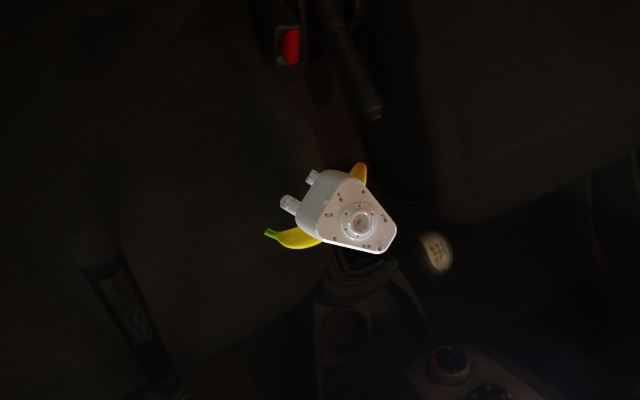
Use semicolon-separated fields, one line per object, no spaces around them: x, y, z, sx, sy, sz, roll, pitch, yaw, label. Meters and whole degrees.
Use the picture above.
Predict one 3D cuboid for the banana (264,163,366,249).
0.008;0.020;0.767;0.198;0.069;0.037;-36;4;-5;banana
